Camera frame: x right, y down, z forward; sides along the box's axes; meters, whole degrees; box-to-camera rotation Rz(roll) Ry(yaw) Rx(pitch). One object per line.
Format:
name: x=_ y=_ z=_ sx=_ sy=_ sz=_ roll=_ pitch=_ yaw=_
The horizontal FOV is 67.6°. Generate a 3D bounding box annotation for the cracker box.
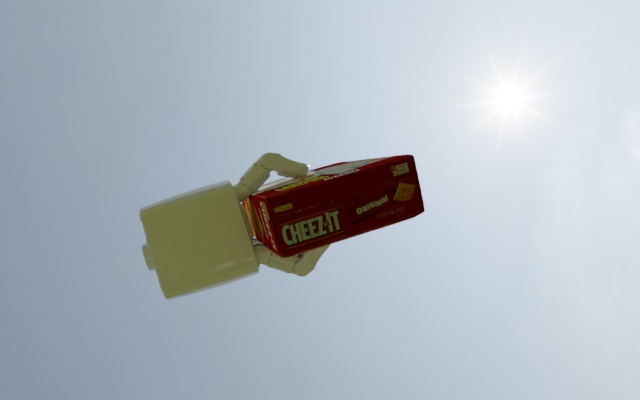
cracker box: x=0.000 y=0.002 z=0.574 sx=0.164 sy=0.072 sz=0.213 roll=-17 pitch=7 yaw=-15
